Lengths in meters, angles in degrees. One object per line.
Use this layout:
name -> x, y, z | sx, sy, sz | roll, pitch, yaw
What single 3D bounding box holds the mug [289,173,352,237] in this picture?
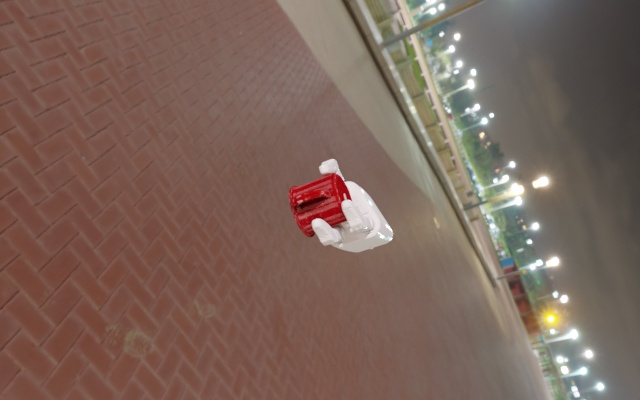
mug -> 0.000, 0.002, 0.785 | 0.081, 0.093, 0.117 | -21, -19, 17
